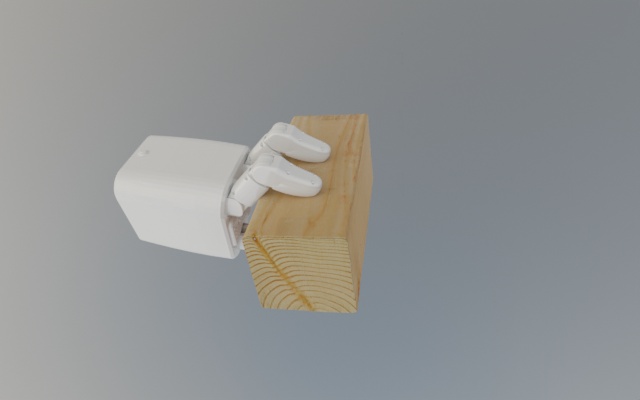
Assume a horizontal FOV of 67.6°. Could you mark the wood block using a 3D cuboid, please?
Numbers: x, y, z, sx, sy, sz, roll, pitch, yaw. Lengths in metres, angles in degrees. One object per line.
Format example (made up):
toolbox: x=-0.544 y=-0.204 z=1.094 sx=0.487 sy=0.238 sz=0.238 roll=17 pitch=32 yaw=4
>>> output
wood block: x=0.000 y=0.002 z=0.481 sx=0.090 sy=0.091 sz=0.206 roll=0 pitch=38 yaw=11
